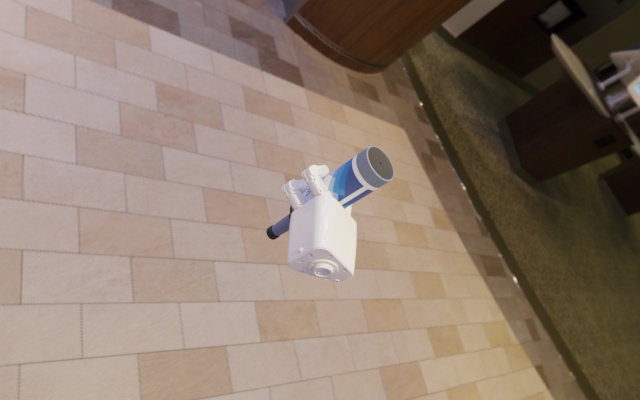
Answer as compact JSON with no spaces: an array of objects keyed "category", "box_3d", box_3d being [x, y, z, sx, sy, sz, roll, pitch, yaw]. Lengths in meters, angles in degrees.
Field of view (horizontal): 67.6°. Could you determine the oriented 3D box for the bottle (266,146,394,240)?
[{"category":"bottle","box_3d":[0.000,0.003,0.869,0.069,0.069,0.296,0,-26,-48]}]
